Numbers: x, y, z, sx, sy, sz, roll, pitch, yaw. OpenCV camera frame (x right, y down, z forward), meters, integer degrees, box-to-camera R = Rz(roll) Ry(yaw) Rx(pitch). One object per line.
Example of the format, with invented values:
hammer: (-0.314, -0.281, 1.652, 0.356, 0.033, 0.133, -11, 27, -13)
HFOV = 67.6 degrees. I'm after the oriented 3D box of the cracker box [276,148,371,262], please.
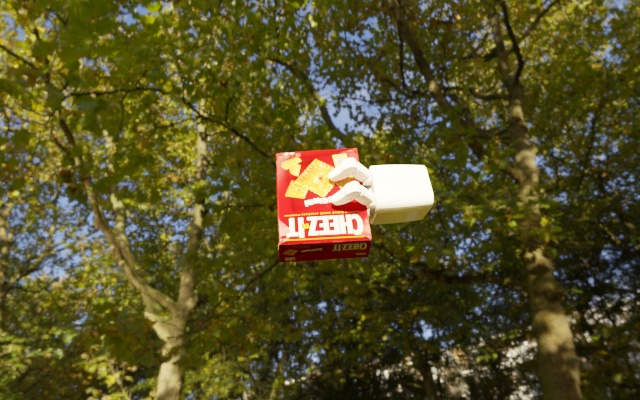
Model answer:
cracker box: (0.000, 0.003, 0.898, 0.164, 0.213, 0.072, -3, -36, -3)
